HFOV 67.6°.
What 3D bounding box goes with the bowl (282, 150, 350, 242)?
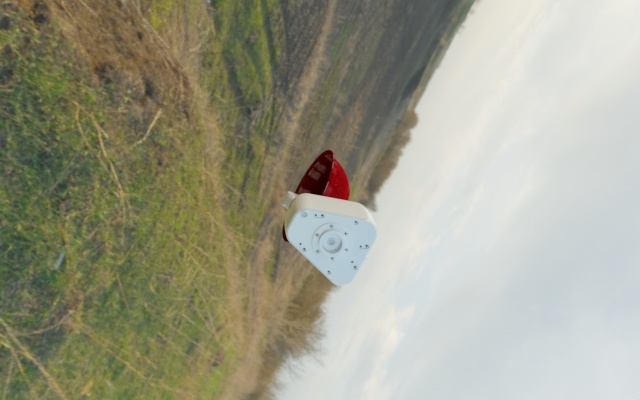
[{"bbox_3d":[0.000,0.002,0.766,0.055,0.162,0.162,26,-8,-17],"label":"bowl"}]
